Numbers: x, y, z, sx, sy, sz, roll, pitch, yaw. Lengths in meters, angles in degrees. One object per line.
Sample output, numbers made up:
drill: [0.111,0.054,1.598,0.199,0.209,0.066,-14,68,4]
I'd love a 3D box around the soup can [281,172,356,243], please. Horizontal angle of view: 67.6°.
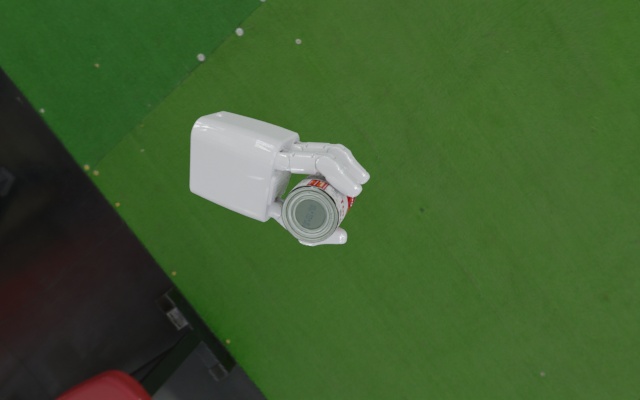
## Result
soup can: [0.000,0.002,0.568,0.068,0.068,0.102,0,16,15]
